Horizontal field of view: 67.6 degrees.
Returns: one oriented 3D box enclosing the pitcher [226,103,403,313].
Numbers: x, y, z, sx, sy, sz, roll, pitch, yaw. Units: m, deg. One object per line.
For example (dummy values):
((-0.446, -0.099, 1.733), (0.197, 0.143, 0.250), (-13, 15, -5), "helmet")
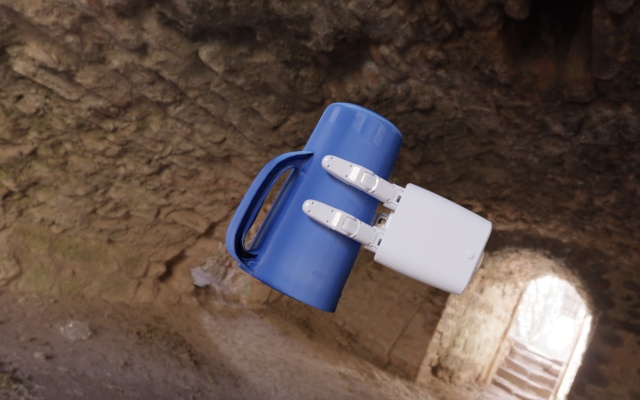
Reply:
((0.000, 0.002, 0.592), (0.145, 0.243, 0.149), (24, -6, 10), "pitcher")
